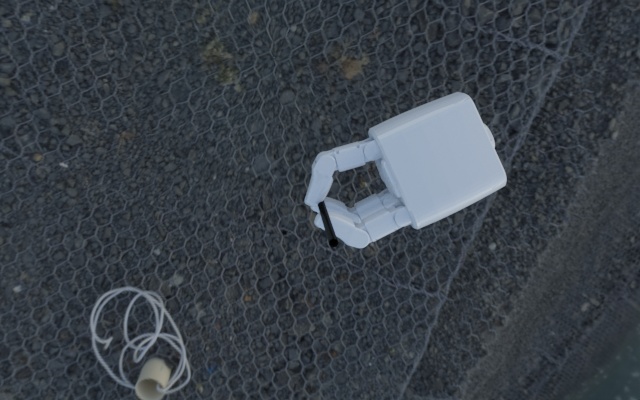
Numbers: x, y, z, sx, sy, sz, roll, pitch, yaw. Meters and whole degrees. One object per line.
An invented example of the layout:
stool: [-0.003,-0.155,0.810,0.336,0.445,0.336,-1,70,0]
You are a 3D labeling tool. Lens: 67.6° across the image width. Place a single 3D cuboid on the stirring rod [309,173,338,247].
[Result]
stirring rod: [0.000,0.002,0.519,0.011,0.011,0.239,0,17,-5]
